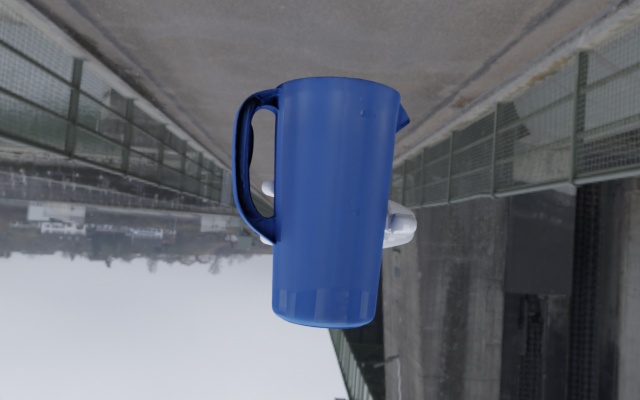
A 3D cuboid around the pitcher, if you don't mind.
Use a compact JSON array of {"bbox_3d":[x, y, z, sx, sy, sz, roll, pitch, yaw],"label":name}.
[{"bbox_3d":[0.000,0.002,0.498,0.149,0.243,0.145,3,-3,27],"label":"pitcher"}]
